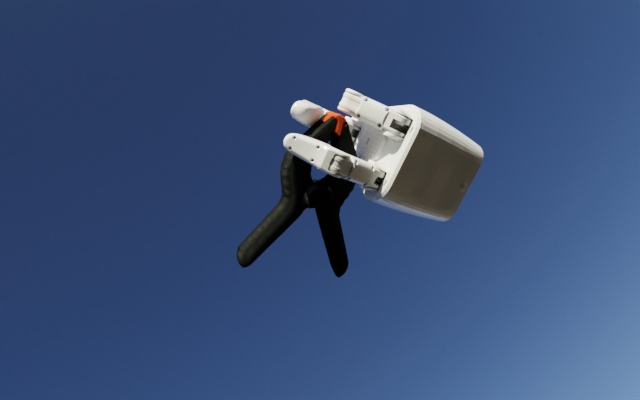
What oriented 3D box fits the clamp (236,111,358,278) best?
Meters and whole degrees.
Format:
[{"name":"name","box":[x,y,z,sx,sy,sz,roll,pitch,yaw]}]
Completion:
[{"name":"clamp","box":[0.000,0.001,0.475,0.120,0.171,0.039,18,12,-34]}]
